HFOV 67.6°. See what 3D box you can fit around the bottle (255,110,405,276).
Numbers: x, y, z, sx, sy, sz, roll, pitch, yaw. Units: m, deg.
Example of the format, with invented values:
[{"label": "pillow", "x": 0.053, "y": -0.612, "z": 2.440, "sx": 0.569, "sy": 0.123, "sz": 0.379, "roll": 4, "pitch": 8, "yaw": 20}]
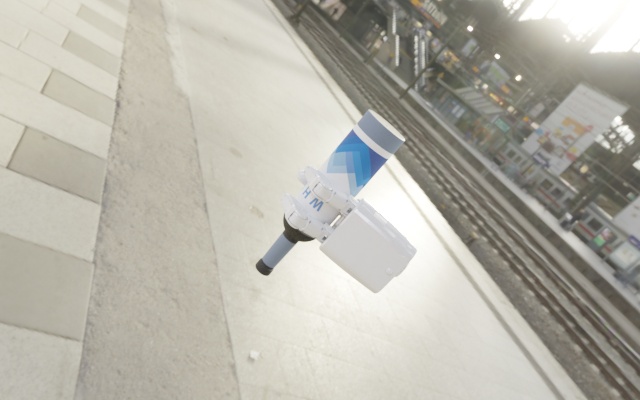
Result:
[{"label": "bottle", "x": 0.000, "y": 0.002, "z": 0.701, "sx": 0.069, "sy": 0.296, "sz": 0.069, "roll": 36, "pitch": 19, "yaw": -14}]
